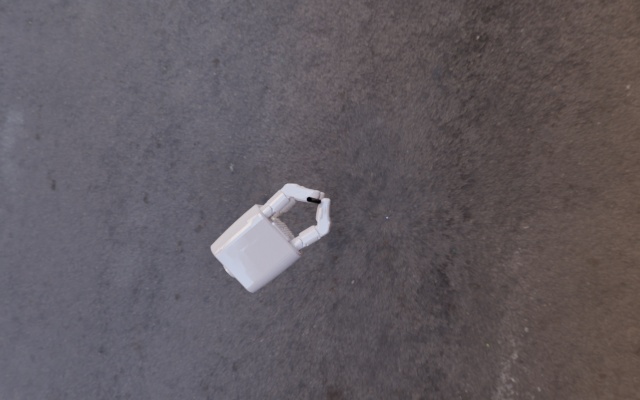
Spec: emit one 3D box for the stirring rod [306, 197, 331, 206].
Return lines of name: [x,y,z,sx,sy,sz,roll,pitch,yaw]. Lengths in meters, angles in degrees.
stirring rod: [0.000,0.003,0.803,0.011,0.011,0.239,0,-2,8]
